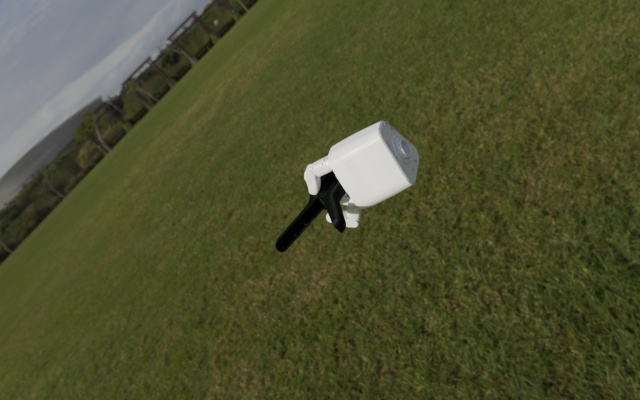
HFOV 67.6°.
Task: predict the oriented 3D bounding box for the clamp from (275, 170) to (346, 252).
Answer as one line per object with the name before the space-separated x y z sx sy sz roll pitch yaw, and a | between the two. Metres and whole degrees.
clamp | 0.000 0.002 0.865 0.164 0.209 0.036 -26 -60 36
